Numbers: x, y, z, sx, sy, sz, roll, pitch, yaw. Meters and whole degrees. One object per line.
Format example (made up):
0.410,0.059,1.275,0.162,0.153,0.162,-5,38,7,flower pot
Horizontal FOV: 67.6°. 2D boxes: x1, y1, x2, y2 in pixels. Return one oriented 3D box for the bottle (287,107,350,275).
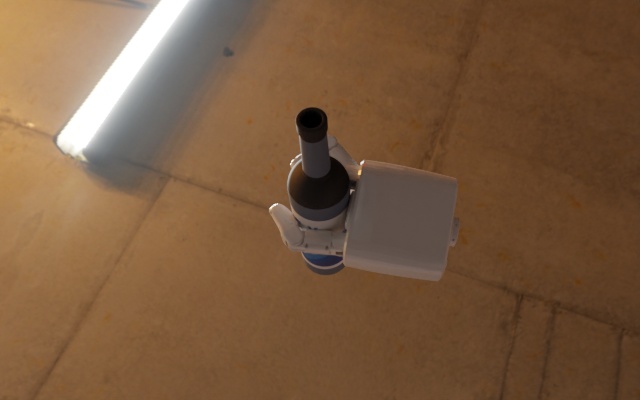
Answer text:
0.000,0.002,0.534,0.069,0.069,0.296,0,-29,3,bottle
